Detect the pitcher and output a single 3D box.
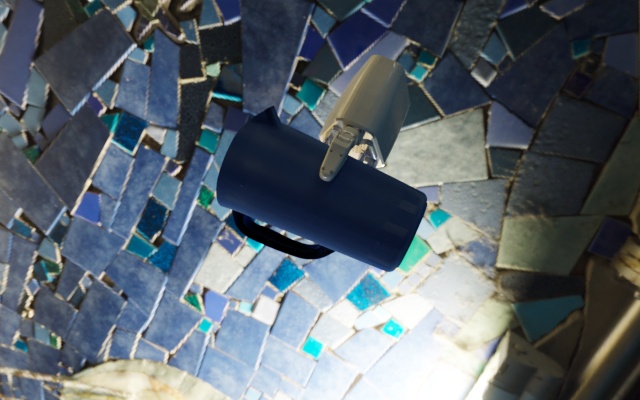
[{"bbox_3d":[0.000,0.002,0.606,0.243,0.145,0.149,25,-16,8],"label":"pitcher"}]
